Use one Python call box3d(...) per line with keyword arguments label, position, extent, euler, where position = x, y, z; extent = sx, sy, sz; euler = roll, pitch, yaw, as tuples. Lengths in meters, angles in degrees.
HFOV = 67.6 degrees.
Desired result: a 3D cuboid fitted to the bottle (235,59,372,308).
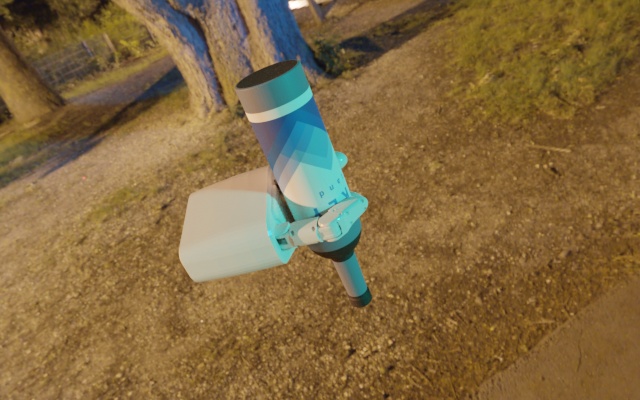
box3d(label="bottle", position=(0.000, 0.001, 0.515), extent=(0.069, 0.296, 0.069), euler=(-17, 28, 10))
